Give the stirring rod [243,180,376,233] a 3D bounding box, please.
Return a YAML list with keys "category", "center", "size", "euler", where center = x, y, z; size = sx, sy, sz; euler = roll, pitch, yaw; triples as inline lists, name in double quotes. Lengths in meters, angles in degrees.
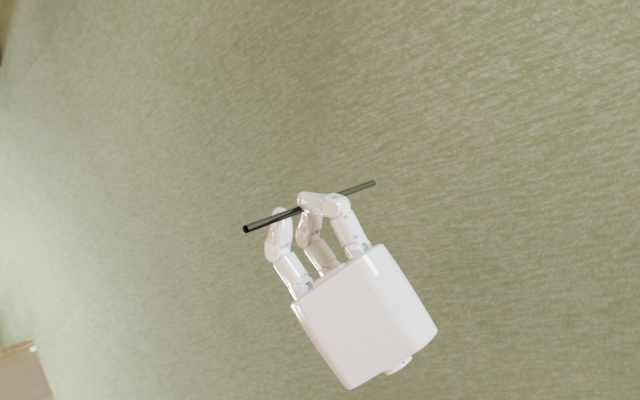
- category: "stirring rod"
  center: [0.000, 0.002, 0.544]
  size: [0.011, 0.011, 0.239]
  euler: [0, 12, 37]
